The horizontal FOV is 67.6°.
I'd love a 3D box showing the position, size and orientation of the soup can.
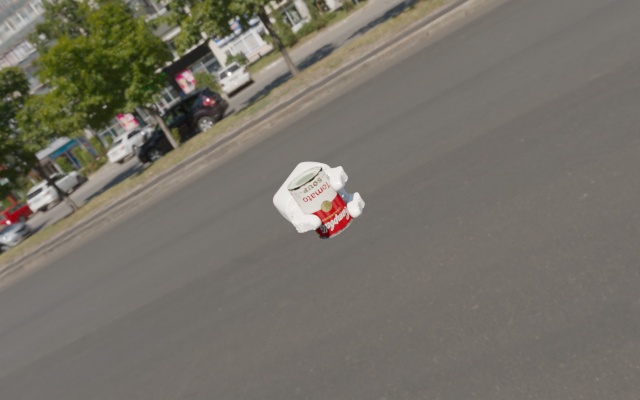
[{"bbox_3d":[0.000,0.002,0.780,0.068,0.102,0.068,-30,18,11],"label":"soup can"}]
